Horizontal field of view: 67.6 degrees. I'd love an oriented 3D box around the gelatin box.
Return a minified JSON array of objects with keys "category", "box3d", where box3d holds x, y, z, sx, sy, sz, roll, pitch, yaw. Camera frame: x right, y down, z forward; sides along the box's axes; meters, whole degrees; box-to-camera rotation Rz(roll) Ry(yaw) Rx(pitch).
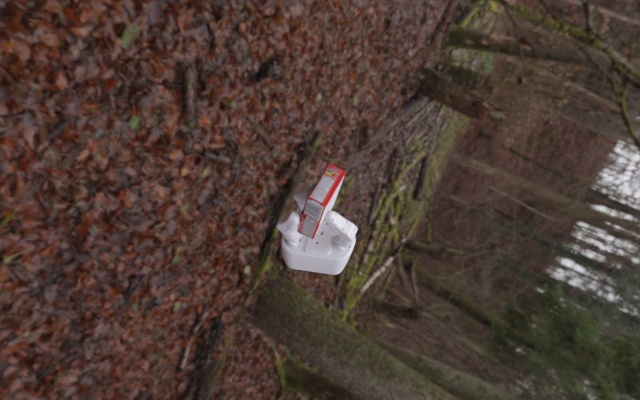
[{"category":"gelatin box","box3d":[0.001,0.002,0.677,0.030,0.073,0.089,27,-36,6]}]
